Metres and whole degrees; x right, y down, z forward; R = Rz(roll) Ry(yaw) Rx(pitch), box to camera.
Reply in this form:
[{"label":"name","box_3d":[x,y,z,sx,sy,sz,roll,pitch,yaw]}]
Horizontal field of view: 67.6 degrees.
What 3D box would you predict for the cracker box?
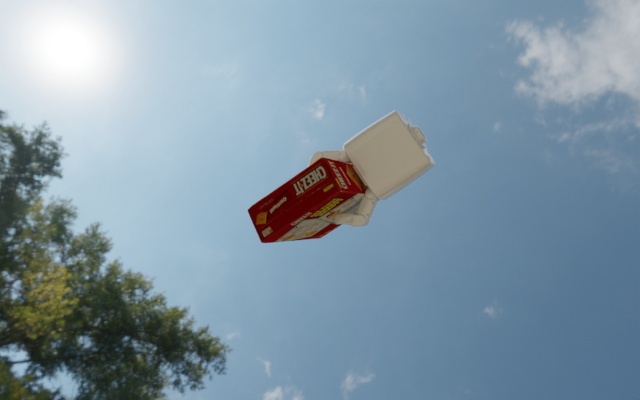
[{"label":"cracker box","box_3d":[0.000,0.003,0.836,0.164,0.072,0.214,-34,-16,21]}]
